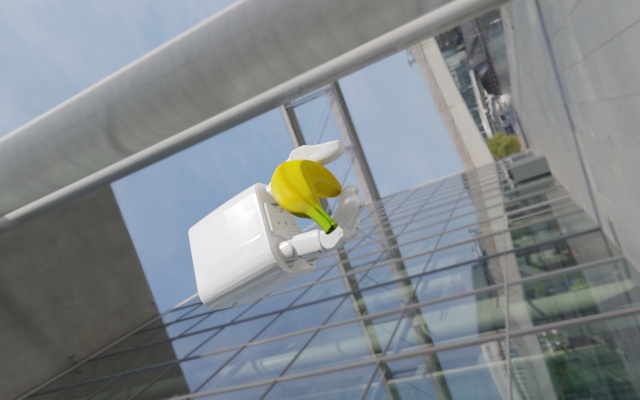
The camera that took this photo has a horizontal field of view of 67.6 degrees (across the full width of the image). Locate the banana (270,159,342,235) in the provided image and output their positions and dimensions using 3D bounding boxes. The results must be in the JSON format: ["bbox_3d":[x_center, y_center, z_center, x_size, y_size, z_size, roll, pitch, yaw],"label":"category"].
[{"bbox_3d":[-0.013,-0.012,0.465,0.037,0.069,0.197,-41,5,11],"label":"banana"}]
